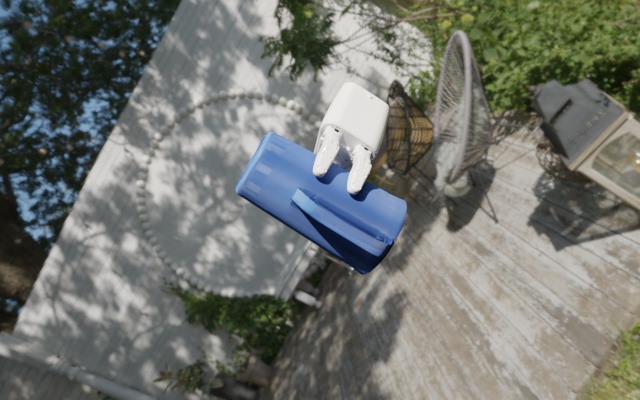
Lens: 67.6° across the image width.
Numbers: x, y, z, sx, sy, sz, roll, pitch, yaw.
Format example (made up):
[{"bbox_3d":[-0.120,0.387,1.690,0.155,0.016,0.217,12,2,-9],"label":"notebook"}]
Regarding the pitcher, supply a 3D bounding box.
[{"bbox_3d":[0.000,0.002,0.719,0.243,0.145,0.149,30,-34,-10],"label":"pitcher"}]
